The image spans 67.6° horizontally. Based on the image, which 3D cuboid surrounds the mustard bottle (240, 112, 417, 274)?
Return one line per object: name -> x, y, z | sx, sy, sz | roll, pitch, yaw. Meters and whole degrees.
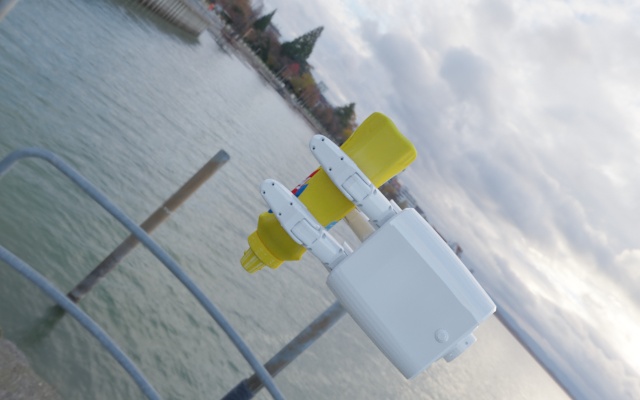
mustard bottle -> 0.000, 0.001, 0.448 | 0.191, 0.058, 0.096 | -42, 4, 7
